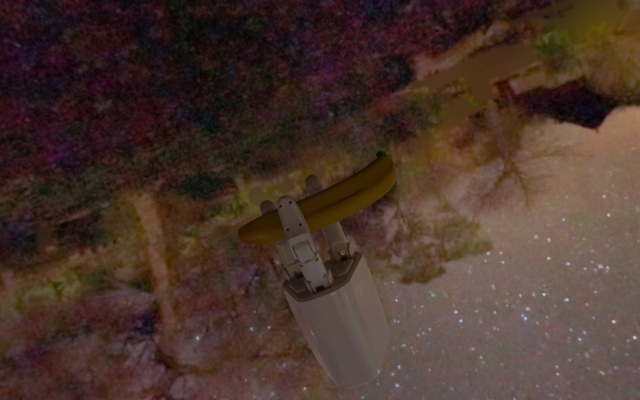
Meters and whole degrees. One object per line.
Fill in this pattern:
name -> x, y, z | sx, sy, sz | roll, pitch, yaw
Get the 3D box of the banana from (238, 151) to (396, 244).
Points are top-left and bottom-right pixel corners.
banana -> 0.011, 0.001, 0.498 | 0.198, 0.037, 0.069 | -28, 13, -21
